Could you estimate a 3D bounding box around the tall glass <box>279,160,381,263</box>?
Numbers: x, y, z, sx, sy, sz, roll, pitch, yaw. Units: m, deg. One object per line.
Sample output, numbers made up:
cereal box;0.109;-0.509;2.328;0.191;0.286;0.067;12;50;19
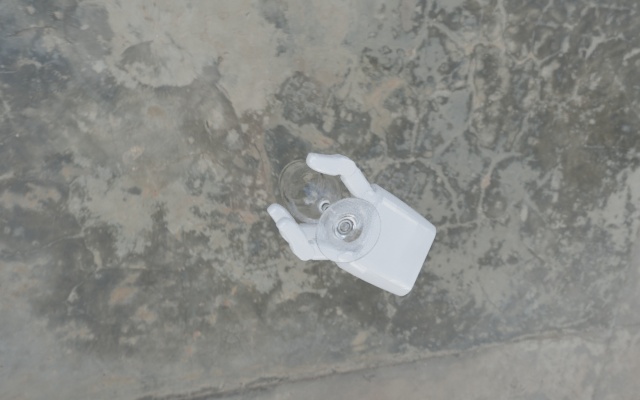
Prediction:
tall glass;0.000;0.002;0.592;0.079;0.079;0.201;0;18;-19
